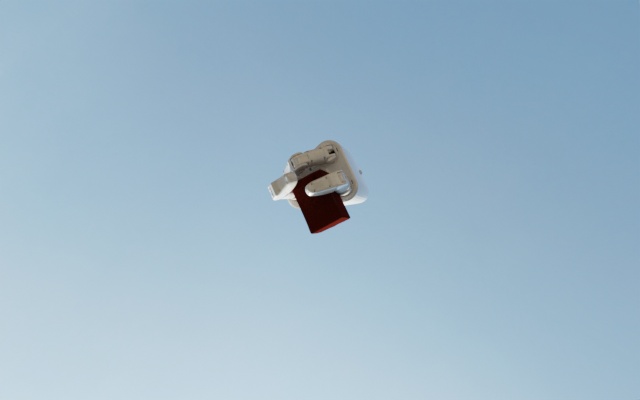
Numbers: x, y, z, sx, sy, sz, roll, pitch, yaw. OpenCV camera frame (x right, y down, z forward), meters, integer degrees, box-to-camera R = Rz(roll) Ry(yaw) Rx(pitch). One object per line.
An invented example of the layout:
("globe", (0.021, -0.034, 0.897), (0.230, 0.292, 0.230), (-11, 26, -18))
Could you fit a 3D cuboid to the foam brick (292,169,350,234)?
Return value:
("foam brick", (0.000, 0.003, 0.682), (0.053, 0.078, 0.051), (-27, -11, 13))
